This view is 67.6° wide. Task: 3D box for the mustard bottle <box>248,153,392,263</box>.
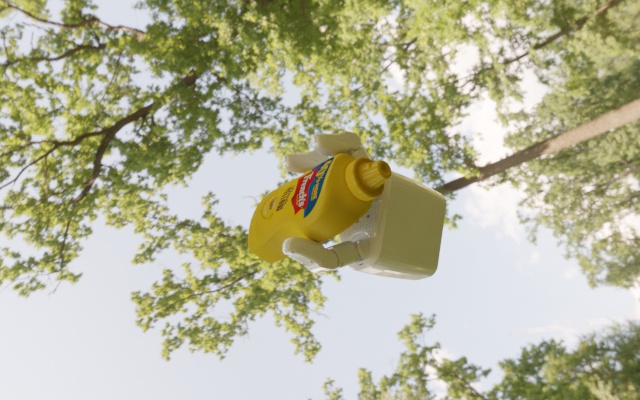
[{"bbox_3d":[0.000,0.002,0.502,0.058,0.096,0.192,40,-39,-22],"label":"mustard bottle"}]
